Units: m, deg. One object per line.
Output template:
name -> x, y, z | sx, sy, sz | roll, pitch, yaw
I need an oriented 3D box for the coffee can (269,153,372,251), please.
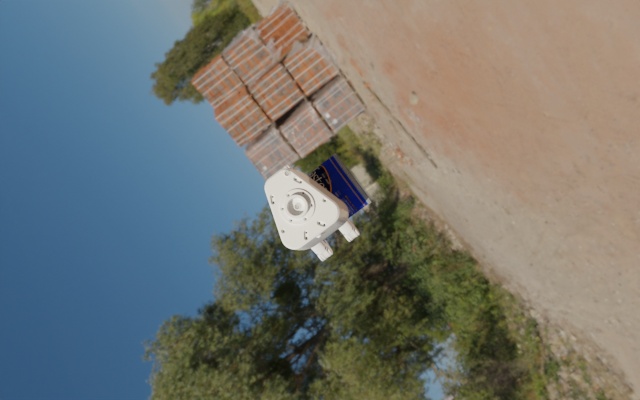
coffee can -> 0.000, 0.003, 0.804 | 0.140, 0.103, 0.103 | -37, -4, 5
